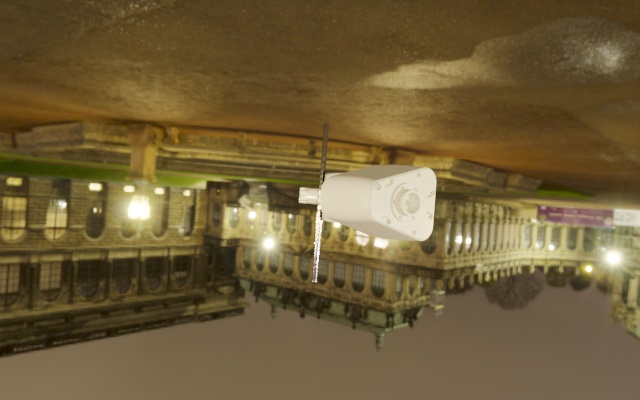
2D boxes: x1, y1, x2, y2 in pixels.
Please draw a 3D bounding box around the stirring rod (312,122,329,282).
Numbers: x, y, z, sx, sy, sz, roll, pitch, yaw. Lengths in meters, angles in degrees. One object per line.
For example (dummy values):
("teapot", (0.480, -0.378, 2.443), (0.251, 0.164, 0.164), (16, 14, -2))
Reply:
("stirring rod", (0.000, 0.002, 0.720), (0.011, 0.239, 0.011), (4, 1, 0))
